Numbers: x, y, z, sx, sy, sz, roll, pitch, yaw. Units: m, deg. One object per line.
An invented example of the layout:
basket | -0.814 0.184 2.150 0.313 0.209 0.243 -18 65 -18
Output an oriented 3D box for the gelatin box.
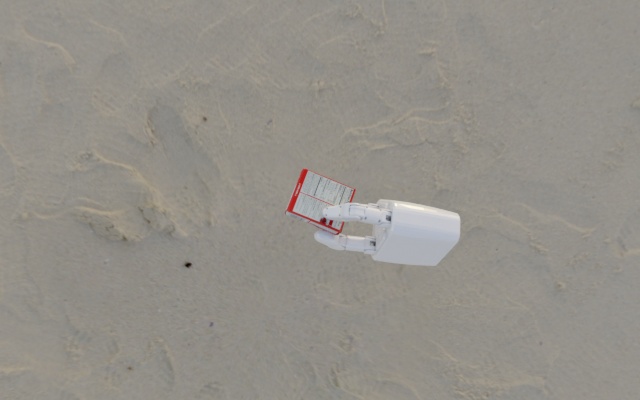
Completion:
gelatin box | 0.000 0.002 0.723 0.089 0.073 0.030 22 -17 -7
